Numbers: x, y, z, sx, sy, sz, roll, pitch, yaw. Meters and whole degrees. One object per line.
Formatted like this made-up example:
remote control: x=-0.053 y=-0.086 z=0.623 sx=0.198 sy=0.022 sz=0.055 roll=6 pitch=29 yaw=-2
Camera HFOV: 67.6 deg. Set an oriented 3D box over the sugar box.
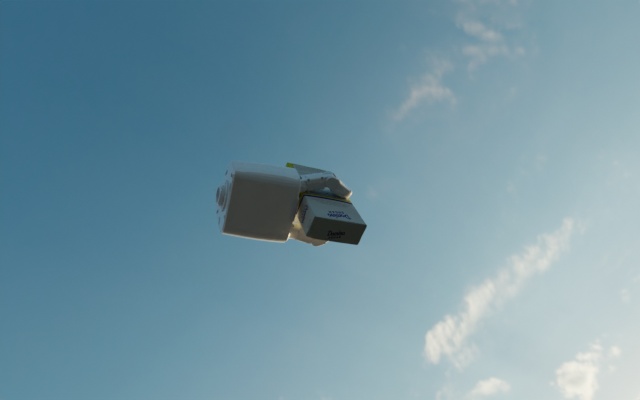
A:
sugar box: x=0.000 y=0.003 z=0.787 sx=0.093 sy=0.048 sz=0.176 roll=11 pitch=29 yaw=-25
